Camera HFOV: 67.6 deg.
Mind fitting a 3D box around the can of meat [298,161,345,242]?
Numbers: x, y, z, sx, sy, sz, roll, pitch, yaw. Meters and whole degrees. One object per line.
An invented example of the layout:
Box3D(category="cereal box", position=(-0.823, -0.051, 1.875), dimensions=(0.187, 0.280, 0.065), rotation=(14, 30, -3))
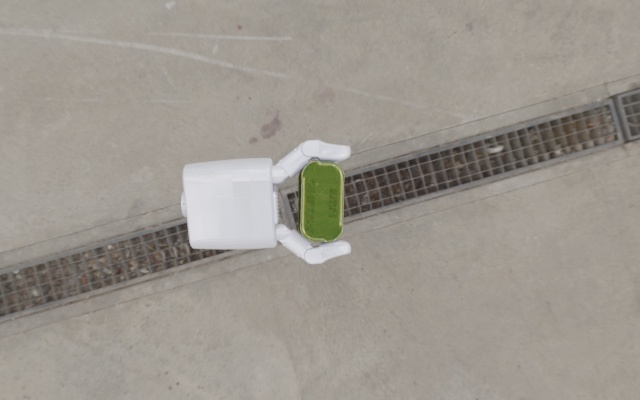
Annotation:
Box3D(category="can of meat", position=(0.000, 0.002, 0.600), dimensions=(0.057, 0.102, 0.084), rotation=(1, -1, -2))
